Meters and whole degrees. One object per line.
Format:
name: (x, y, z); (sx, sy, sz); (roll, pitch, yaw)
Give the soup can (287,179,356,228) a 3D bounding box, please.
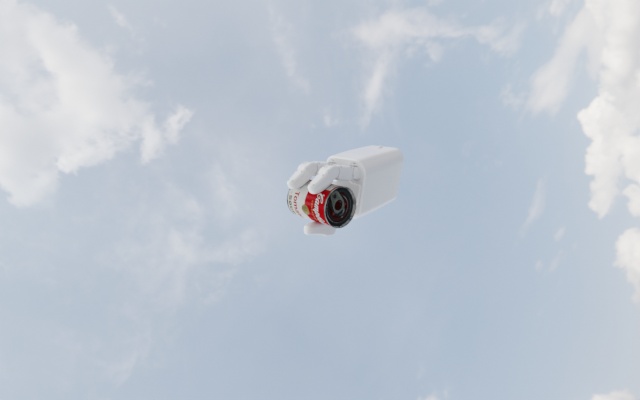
soup can: (0.000, 0.003, 0.793); (0.068, 0.068, 0.102); (0, 10, -41)
